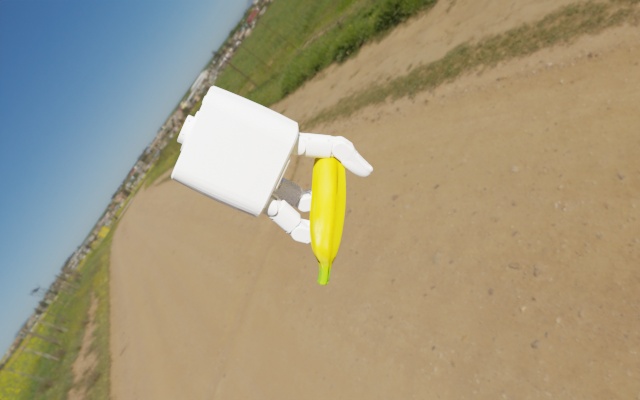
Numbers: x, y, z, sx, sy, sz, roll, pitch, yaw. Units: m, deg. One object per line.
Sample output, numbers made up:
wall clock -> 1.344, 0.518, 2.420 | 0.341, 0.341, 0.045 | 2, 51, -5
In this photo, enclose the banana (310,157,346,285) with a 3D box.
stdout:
banana -> 0.005, -0.007, 0.543 | 0.037, 0.197, 0.070 | 14, -41, -11
